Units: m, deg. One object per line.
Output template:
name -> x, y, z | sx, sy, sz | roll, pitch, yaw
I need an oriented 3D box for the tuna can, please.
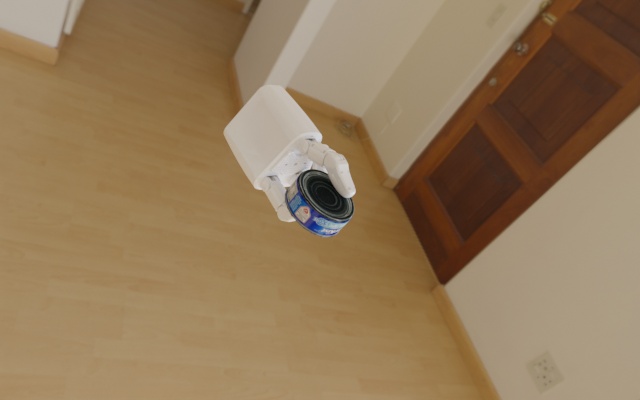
tuna can -> 0.000, 0.002, 0.599 | 0.086, 0.086, 0.034 | 0, -38, -45
